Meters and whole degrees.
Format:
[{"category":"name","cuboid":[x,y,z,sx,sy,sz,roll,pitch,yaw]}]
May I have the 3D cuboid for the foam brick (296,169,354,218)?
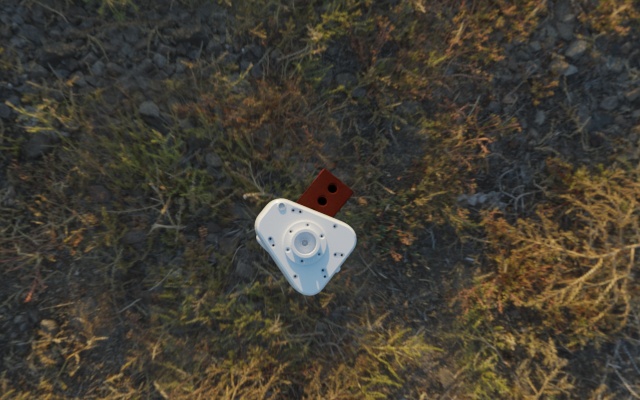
[{"category":"foam brick","cuboid":[0.000,0.002,0.661,0.053,0.078,0.051,39,-6,-3]}]
